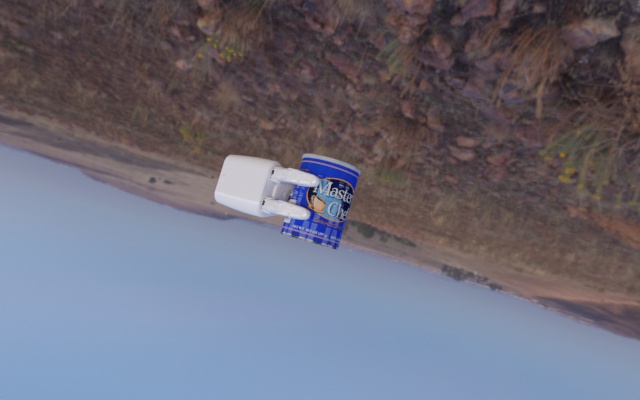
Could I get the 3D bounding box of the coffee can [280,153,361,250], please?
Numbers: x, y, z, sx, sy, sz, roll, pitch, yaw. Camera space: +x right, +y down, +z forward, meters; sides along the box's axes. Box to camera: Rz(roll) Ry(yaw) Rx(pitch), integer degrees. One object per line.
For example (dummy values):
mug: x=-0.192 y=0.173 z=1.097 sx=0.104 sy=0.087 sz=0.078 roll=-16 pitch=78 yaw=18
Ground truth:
coffee can: x=0.000 y=0.003 z=0.812 sx=0.103 sy=0.140 sz=0.103 roll=16 pitch=-5 yaw=1
